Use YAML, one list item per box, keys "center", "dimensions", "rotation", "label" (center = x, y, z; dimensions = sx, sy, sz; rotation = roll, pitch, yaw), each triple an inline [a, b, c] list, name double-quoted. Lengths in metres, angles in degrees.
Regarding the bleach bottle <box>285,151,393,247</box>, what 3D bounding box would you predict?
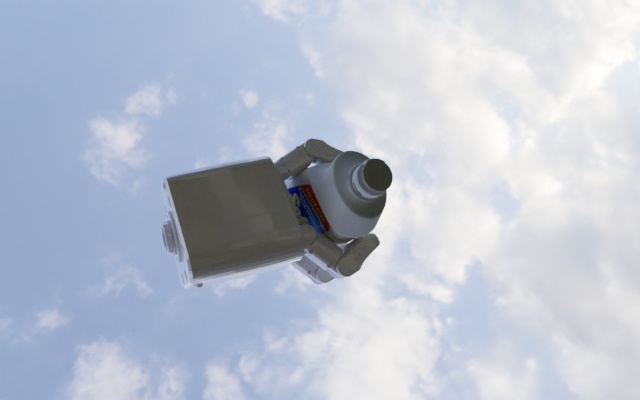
- center: [0.000, 0.002, 0.505]
  dimensions: [0.068, 0.102, 0.251]
  rotation: [-12, -9, -24]
  label: "bleach bottle"
